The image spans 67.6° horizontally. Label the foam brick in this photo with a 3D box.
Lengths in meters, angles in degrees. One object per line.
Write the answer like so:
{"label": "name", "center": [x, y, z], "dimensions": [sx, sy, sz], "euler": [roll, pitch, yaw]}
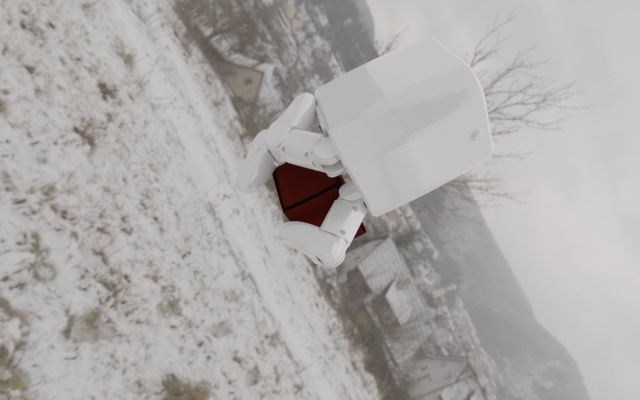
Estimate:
{"label": "foam brick", "center": [0.000, 0.002, 0.423], "dimensions": [0.051, 0.053, 0.078], "euler": [-26, -40, 8]}
